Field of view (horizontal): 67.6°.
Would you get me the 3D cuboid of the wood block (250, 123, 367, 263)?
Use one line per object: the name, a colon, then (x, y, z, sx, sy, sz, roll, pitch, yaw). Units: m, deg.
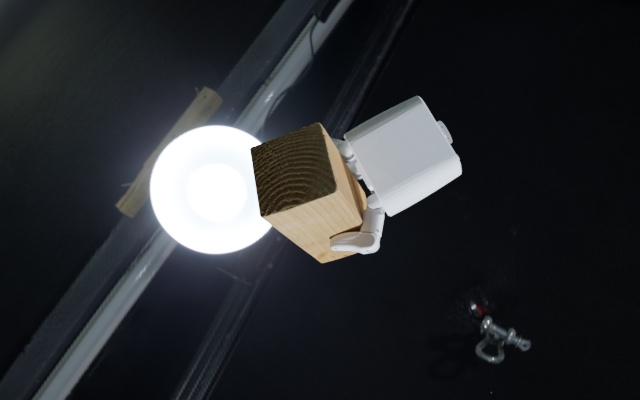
wood block: (0.001, 0.002, 0.601, 0.090, 0.090, 0.206, -19, -26, 12)
